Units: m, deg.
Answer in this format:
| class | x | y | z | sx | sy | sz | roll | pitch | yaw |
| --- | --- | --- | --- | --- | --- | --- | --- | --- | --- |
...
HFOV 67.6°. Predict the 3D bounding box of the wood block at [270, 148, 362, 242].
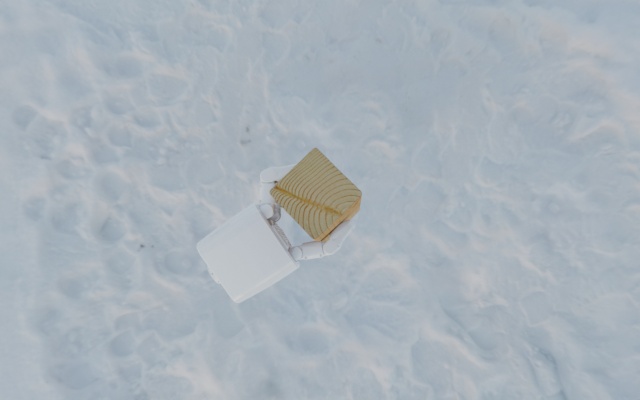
| class | x | y | z | sx | sy | sz | roll | pitch | yaw |
| --- | --- | --- | --- | --- | --- | --- | --- | --- | --- |
| wood block | 0.000 | 0.003 | 0.723 | 0.090 | 0.091 | 0.206 | -44 | -7 | -2 |
